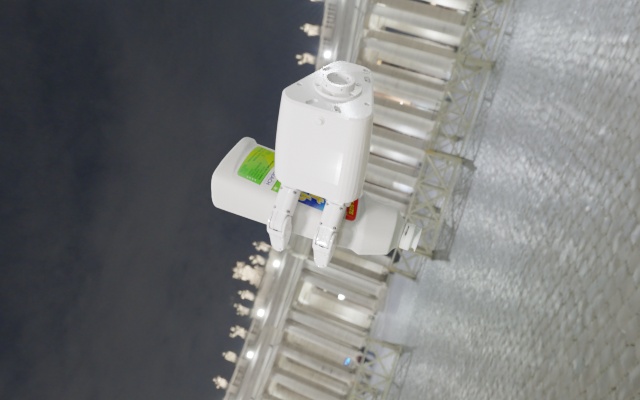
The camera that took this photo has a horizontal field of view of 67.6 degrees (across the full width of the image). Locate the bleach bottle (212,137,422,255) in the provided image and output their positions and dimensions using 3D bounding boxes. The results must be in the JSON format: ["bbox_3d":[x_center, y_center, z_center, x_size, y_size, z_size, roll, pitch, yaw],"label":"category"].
[{"bbox_3d":[0.000,0.002,0.584,0.251,0.068,0.102,18,43,11],"label":"bleach bottle"}]
